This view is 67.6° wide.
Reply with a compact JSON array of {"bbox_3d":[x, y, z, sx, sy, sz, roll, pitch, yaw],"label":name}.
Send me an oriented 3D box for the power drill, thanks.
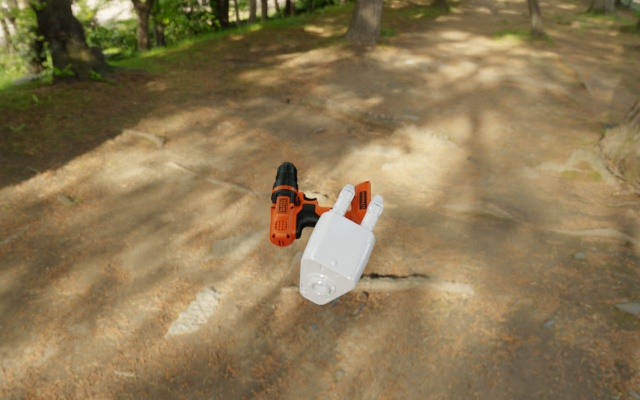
[{"bbox_3d":[0.001,0.003,0.892,0.187,0.184,0.057,-1,-35,4],"label":"power drill"}]
